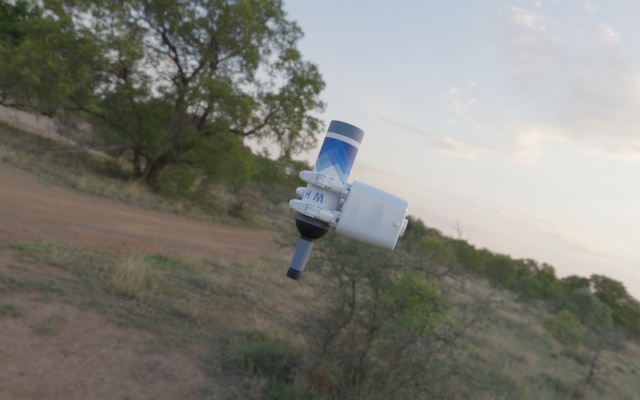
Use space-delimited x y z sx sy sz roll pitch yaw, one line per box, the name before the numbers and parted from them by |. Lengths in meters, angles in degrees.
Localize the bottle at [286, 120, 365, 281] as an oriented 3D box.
bottle | 0.000 0.003 0.872 0.069 0.295 0.069 20 -2 1
